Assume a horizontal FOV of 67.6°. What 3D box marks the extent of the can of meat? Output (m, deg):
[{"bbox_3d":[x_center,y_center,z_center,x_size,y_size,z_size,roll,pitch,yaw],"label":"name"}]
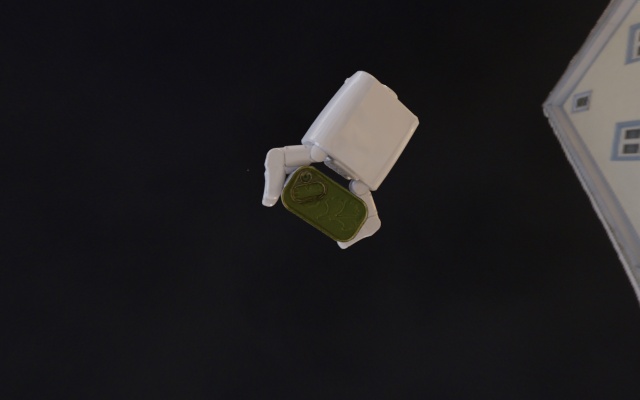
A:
[{"bbox_3d":[0.000,0.002,0.590,0.102,0.057,0.084,33,-1,-9],"label":"can of meat"}]
